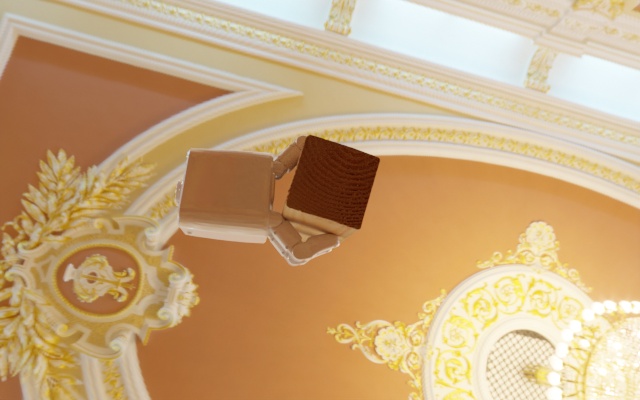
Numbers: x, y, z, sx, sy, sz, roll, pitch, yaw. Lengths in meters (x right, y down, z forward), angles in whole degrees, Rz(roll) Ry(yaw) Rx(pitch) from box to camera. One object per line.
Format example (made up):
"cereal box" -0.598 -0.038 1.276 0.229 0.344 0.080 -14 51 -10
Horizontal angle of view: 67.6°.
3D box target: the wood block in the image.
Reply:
"wood block" 0.000 0.002 0.626 0.090 0.090 0.206 18 -15 -4
